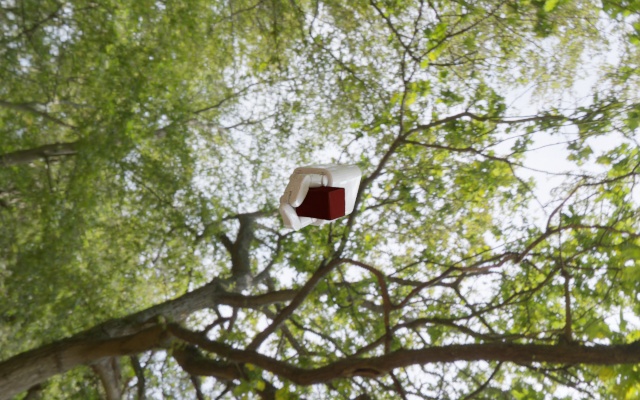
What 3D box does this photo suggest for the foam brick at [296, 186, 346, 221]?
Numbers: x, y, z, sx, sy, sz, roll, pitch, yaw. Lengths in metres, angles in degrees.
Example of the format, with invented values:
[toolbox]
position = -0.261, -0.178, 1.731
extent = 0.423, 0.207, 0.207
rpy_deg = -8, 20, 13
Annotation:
[foam brick]
position = 0.000, 0.003, 0.847
extent = 0.078, 0.053, 0.051
rpy_deg = 7, 13, 37
